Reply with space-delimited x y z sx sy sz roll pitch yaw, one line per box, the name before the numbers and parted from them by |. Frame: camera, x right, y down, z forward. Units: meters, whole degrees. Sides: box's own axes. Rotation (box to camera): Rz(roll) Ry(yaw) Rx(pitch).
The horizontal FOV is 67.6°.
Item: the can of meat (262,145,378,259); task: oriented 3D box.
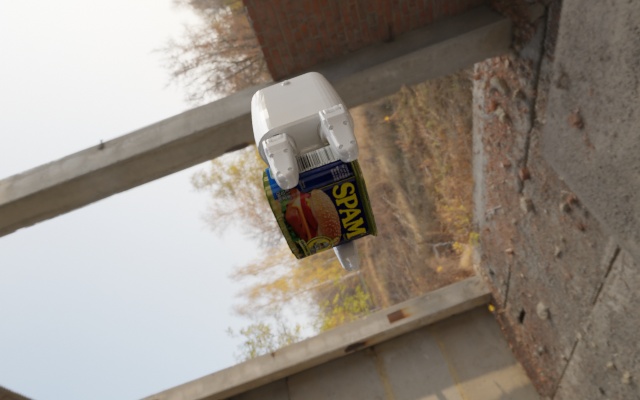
can of meat | 0.000 0.002 0.446 0.084 0.102 0.057 -19 43 0
